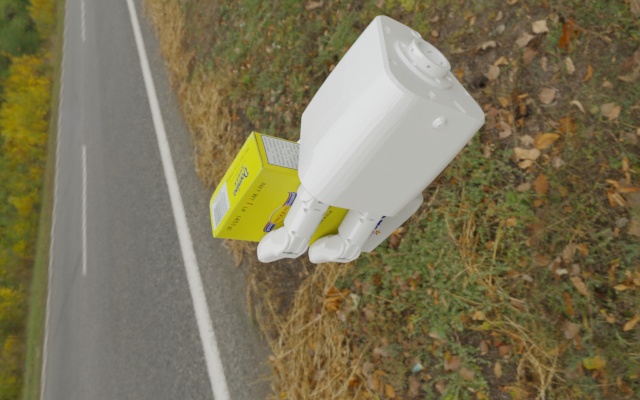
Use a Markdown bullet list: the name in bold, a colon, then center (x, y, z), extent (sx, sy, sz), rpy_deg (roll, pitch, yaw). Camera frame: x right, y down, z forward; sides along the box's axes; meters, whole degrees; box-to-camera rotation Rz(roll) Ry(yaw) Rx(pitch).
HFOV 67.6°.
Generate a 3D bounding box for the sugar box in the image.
- **sugar box**: center (0.000, 0.002, 0.429), extent (0.176, 0.048, 0.093), rpy_deg (11, -44, -33)
